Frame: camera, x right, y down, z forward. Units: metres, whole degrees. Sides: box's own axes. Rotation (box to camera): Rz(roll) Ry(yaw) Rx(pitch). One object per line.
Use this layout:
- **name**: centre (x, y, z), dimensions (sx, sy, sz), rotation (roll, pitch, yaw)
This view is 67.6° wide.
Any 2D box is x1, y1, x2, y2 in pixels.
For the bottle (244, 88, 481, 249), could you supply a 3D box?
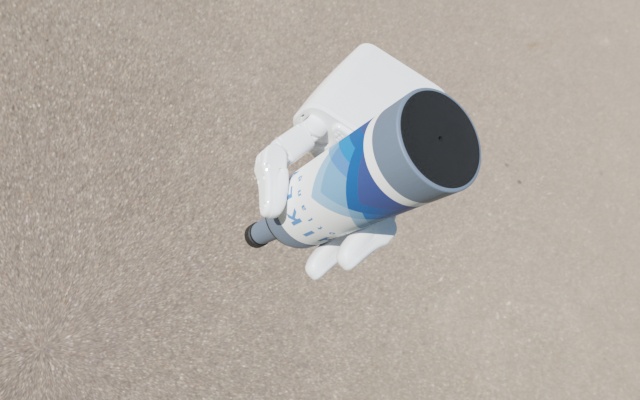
- **bottle**: centre (0.000, 0.001, 0.405), dimensions (0.069, 0.069, 0.296), rotation (0, -15, -30)
